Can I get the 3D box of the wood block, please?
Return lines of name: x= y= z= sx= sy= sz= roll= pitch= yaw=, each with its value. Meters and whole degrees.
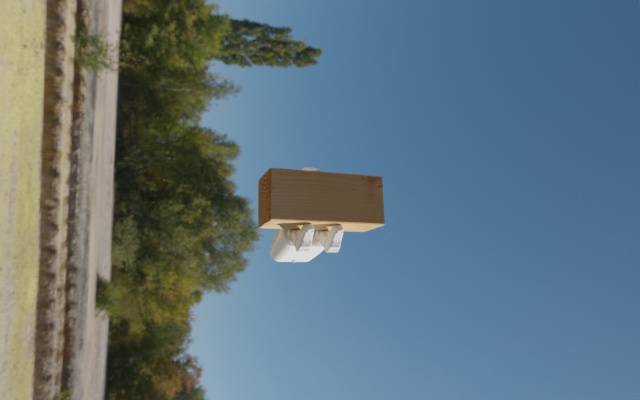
wood block: x=0.000 y=0.003 z=0.848 sx=0.206 sy=0.090 sz=0.090 roll=3 pitch=-13 yaw=-21
